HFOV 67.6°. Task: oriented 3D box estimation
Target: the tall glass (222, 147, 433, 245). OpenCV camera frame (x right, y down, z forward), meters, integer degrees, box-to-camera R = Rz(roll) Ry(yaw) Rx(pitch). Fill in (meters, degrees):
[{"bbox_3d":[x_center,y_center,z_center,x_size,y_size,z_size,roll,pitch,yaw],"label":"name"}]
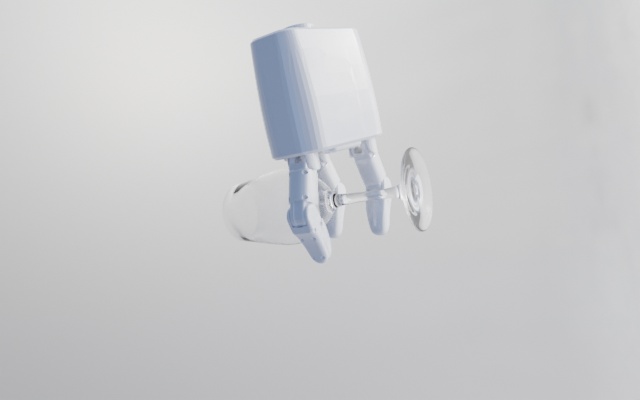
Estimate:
[{"bbox_3d":[0.001,0.002,0.464,0.201,0.079,0.079,-8,-4,30],"label":"tall glass"}]
